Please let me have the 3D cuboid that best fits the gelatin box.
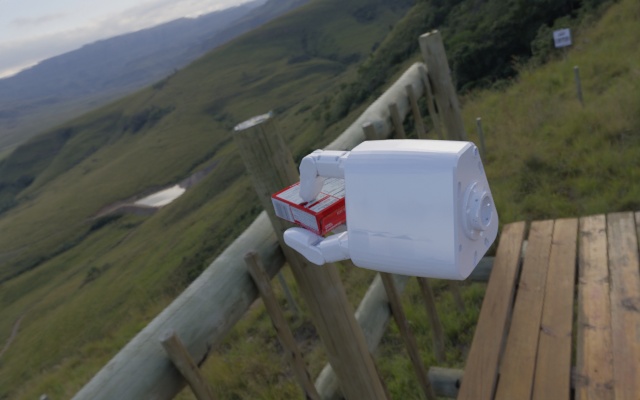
[{"bbox_3d":[0.000,0.001,0.532,0.073,0.030,0.089,-29,30,-30],"label":"gelatin box"}]
